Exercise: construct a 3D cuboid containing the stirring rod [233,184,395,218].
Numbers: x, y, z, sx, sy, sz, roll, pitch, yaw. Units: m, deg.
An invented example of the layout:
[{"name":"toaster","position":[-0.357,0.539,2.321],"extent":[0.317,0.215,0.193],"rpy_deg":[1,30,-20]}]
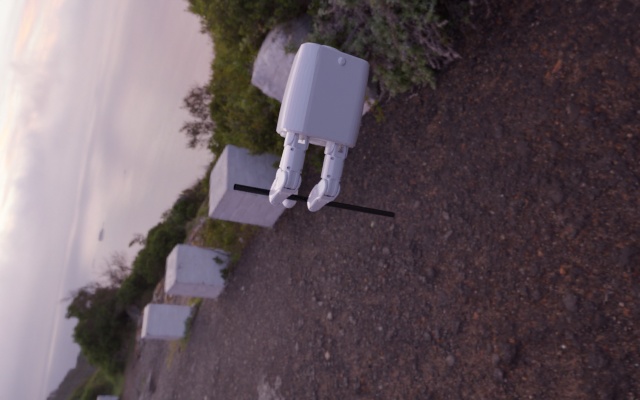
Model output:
[{"name":"stirring rod","position":[0.000,0.002,0.640],"extent":[0.239,0.011,0.011],"rpy_deg":[10,-5,-27]}]
